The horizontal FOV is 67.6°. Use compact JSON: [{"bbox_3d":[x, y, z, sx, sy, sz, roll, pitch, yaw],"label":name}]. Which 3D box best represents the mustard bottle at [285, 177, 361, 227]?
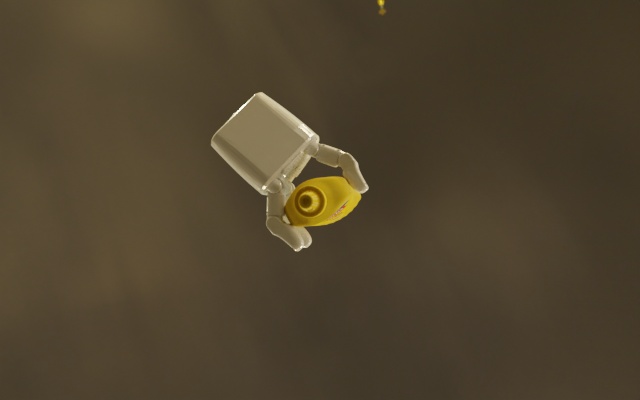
[{"bbox_3d":[0.000,0.002,0.669,0.096,0.058,0.191,-27,-6,9],"label":"mustard bottle"}]
